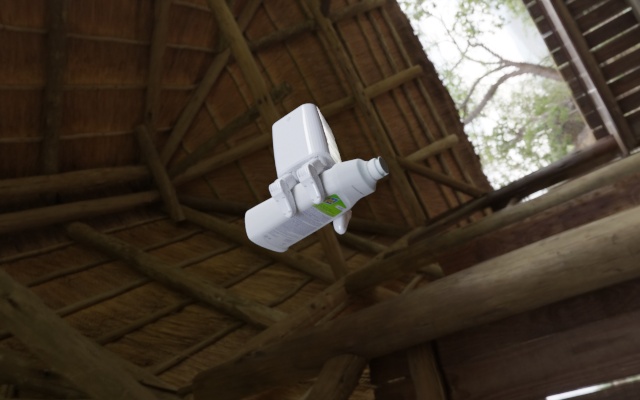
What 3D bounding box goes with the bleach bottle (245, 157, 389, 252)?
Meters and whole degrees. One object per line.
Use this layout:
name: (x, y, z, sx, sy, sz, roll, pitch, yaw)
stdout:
bleach bottle: (0.000, 0.003, 0.767, 0.251, 0.068, 0.102, -28, -32, 27)
